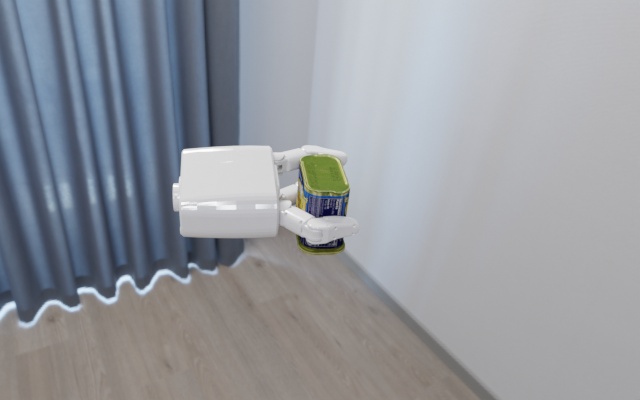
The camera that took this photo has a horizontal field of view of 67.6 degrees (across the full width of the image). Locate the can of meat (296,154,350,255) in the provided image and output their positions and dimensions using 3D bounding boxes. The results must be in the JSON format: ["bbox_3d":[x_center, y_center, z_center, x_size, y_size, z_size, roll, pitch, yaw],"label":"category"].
[{"bbox_3d":[0.000,0.002,0.574,0.057,0.084,0.102,0,31,-9],"label":"can of meat"}]
